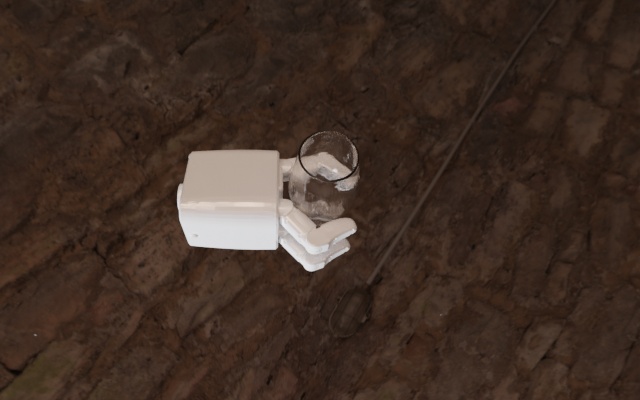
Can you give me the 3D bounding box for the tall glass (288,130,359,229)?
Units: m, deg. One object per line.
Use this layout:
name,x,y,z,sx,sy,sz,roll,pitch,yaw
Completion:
tall glass,0.000,0.002,0.564,0.079,0.079,0.201,0,-28,-6
